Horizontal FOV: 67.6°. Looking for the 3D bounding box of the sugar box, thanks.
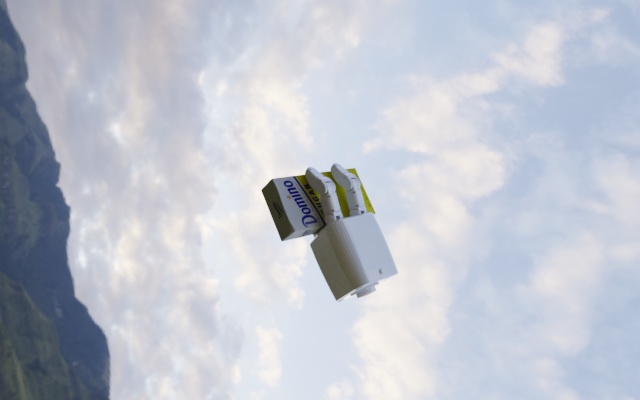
[{"bbox_3d":[0.001,0.002,0.774,0.176,0.093,0.048,-10,-21,-42],"label":"sugar box"}]
